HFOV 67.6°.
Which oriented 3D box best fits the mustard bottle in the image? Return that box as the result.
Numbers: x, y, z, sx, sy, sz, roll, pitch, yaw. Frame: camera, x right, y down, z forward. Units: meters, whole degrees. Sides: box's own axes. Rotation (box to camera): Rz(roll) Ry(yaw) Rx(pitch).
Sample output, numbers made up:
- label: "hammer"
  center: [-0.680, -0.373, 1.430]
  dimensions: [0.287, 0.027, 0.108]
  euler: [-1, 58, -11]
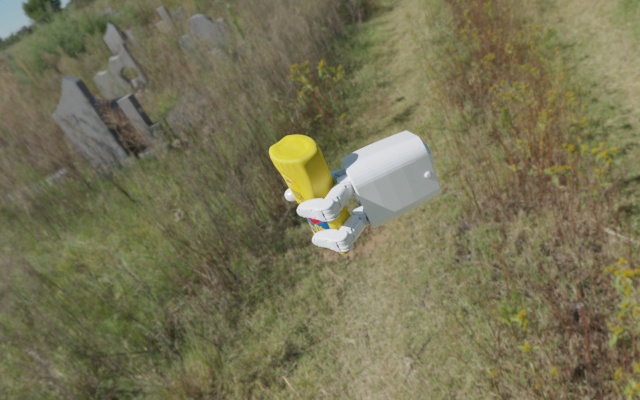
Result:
- label: "mustard bottle"
  center: [0.000, 0.002, 0.672]
  dimensions: [0.058, 0.192, 0.096]
  euler: [-38, 32, -17]
